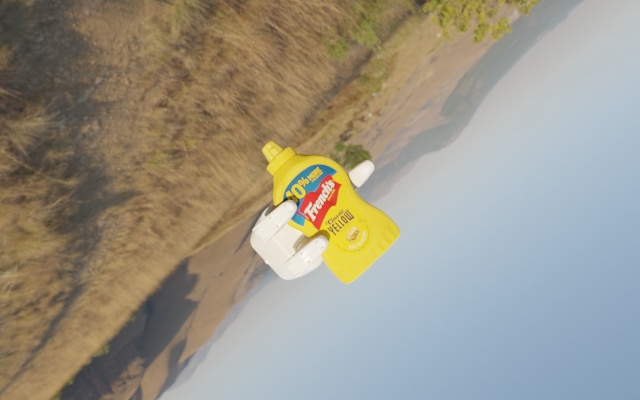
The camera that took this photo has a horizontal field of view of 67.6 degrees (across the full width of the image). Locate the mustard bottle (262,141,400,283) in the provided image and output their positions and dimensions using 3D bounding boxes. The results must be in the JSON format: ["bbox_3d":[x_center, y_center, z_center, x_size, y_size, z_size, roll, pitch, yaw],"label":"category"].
[{"bbox_3d":[0.000,0.002,0.584,0.096,0.191,0.058,-43,-1,-2],"label":"mustard bottle"}]
